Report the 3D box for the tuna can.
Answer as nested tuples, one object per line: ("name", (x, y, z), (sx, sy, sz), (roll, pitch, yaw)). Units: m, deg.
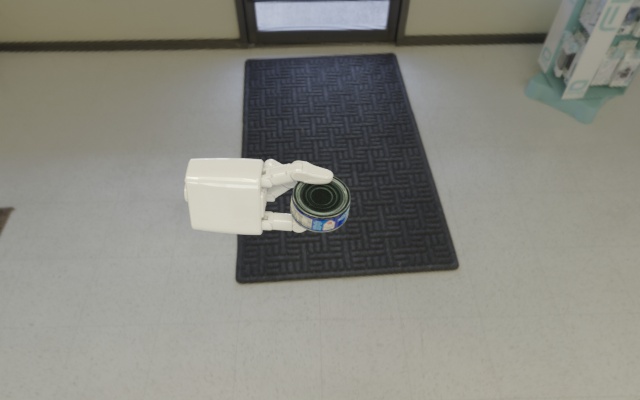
("tuna can", (0.000, 0.002, 0.684), (0.086, 0.086, 0.034), (0, -39, -7))
